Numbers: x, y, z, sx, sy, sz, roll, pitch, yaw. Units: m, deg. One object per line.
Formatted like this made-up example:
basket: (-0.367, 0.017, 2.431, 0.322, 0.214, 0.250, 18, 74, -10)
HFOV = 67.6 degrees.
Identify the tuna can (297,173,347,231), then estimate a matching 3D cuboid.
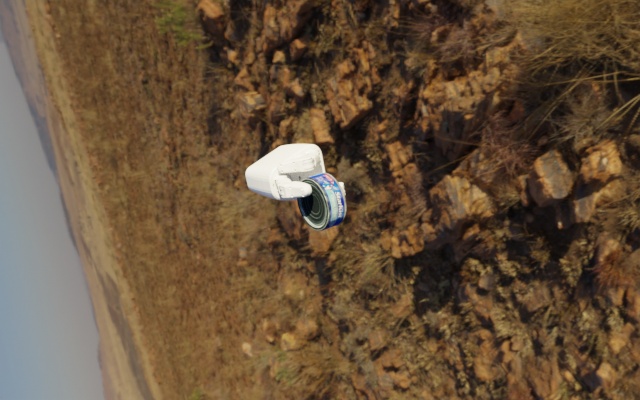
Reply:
tuna can: (0.000, 0.003, 0.733, 0.033, 0.086, 0.086, -17, 10, -34)
